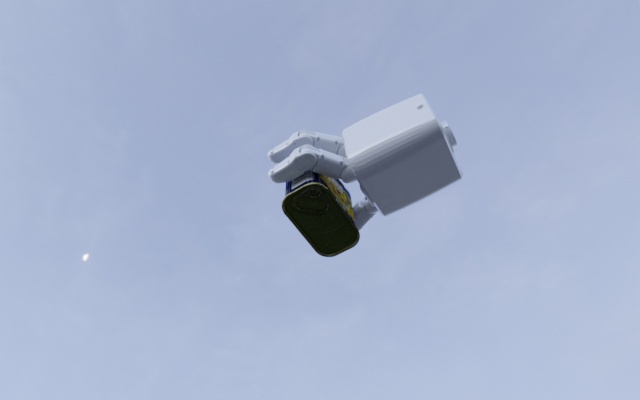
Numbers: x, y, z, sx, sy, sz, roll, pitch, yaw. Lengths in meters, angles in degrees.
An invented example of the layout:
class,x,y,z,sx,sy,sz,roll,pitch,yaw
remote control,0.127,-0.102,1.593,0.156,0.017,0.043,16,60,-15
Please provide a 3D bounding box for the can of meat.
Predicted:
class,x,y,z,sx,sy,sz,roll,pitch,yaw
can of meat,0.000,0.002,0.569,0.057,0.102,0.084,-29,30,16
